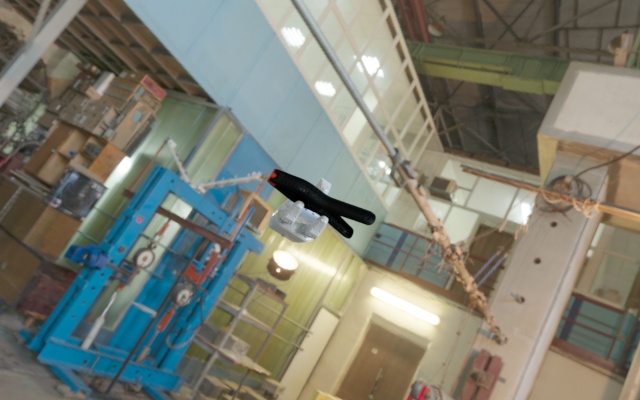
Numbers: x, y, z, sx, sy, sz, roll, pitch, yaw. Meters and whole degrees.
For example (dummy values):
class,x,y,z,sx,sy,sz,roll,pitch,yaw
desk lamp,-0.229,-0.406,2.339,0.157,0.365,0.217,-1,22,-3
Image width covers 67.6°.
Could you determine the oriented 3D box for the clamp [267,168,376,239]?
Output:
class,x,y,z,sx,sy,sz,roll,pitch,yaw
clamp,0.000,0.002,0.890,0.210,0.036,0.164,33,-19,-9
